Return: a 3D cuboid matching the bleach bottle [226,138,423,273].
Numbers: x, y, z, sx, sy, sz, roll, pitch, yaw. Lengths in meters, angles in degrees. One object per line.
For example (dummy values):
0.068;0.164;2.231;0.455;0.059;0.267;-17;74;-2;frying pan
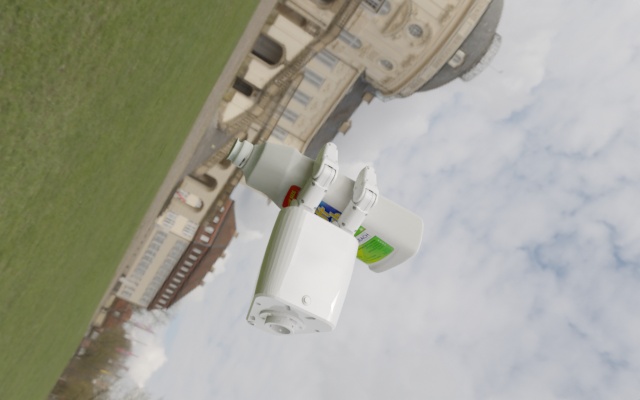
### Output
0.000;0.002;0.586;0.251;0.068;0.103;29;-35;-17;bleach bottle
